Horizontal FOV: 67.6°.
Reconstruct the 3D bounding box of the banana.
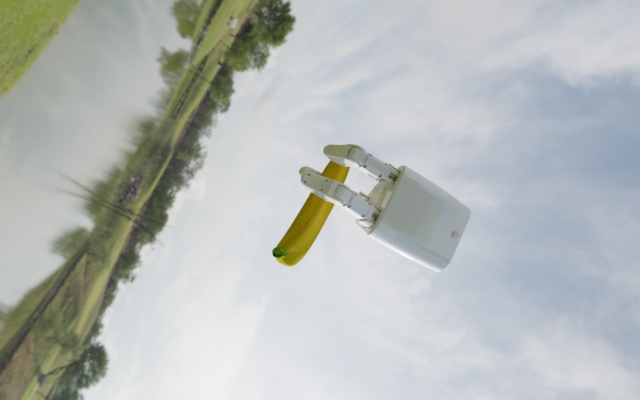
[{"bbox_3d":[-0.007,0.014,0.593,0.037,0.197,0.070,30,-37,0],"label":"banana"}]
